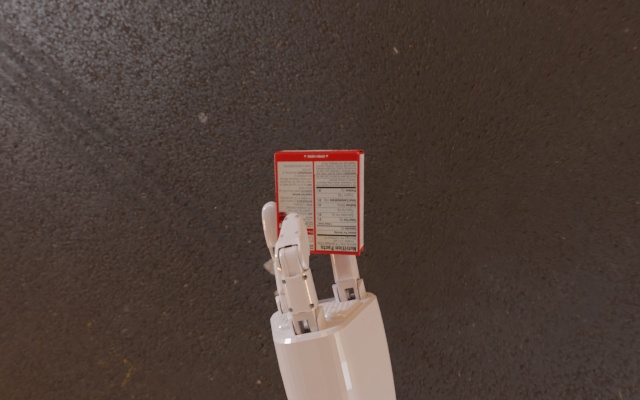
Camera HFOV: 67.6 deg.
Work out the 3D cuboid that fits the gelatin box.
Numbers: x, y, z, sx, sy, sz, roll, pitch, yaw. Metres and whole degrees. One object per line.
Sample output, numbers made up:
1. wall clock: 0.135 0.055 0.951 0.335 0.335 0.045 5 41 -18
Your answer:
1. gelatin box: 0.000 0.001 0.411 0.073 0.089 0.030 1 8 13
